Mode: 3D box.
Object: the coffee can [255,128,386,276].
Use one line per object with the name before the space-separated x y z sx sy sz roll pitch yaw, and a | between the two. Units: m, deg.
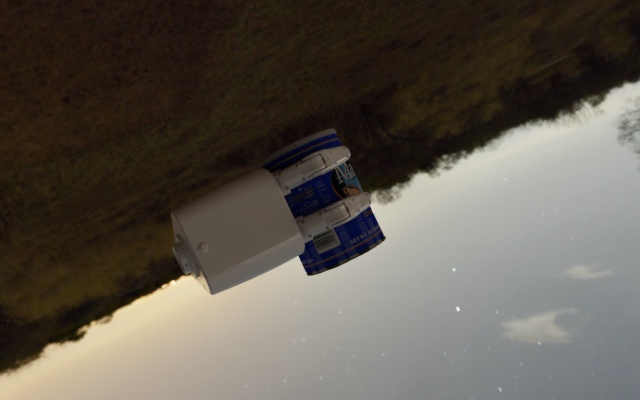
coffee can | 0.000 0.002 0.555 0.103 0.140 0.103 -26 0 0
